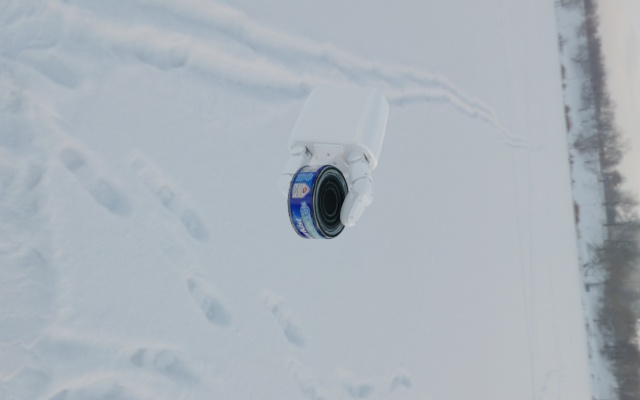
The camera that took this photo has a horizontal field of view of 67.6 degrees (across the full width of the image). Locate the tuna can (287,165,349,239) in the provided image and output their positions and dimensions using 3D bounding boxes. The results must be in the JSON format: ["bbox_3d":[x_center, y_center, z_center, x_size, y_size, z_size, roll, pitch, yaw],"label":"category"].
[{"bbox_3d":[0.001,0.002,0.546,0.034,0.086,0.086,0,0,32],"label":"tuna can"}]
